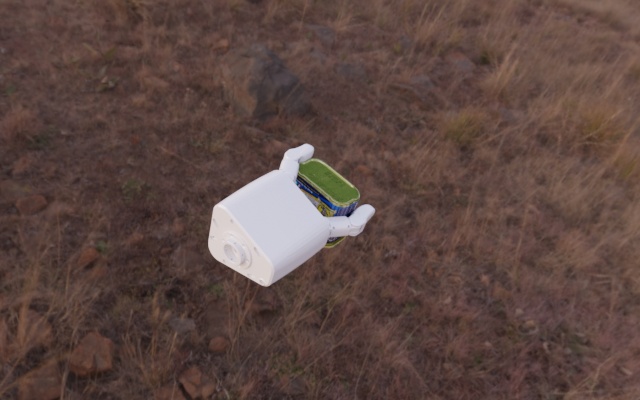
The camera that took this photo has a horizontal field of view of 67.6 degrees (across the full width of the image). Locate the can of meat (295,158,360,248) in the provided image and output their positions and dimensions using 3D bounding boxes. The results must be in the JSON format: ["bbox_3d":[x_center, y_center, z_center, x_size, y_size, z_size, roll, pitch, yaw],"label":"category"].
[{"bbox_3d":[0.000,0.002,0.677,0.102,0.084,0.057,40,44,22],"label":"can of meat"}]
